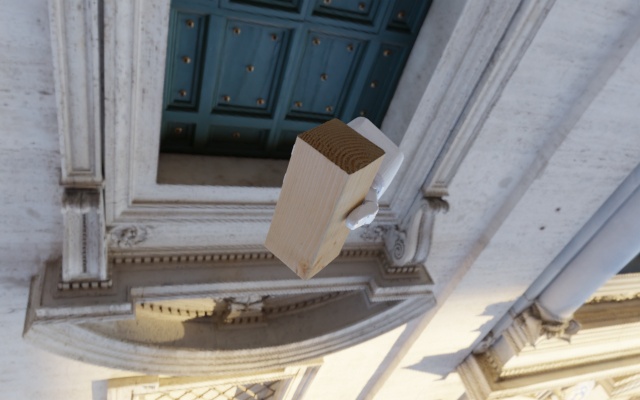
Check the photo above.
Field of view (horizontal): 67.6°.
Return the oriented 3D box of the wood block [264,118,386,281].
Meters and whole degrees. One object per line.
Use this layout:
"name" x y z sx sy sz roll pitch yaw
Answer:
"wood block" 0.001 0.002 0.676 0.091 0.206 0.090 37 42 19
